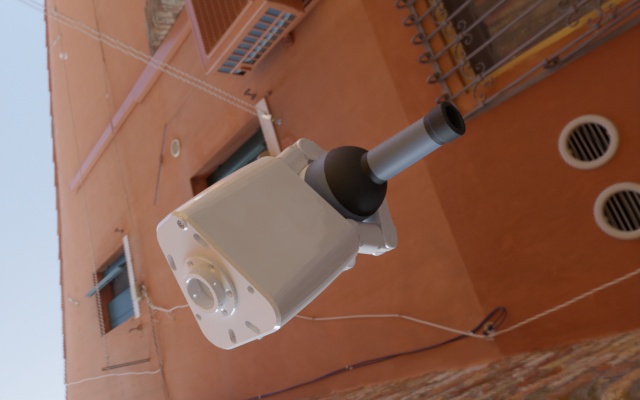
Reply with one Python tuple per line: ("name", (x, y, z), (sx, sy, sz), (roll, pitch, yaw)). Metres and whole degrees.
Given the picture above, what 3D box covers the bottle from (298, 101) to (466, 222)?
("bottle", (0.000, 0.001, 0.431), (0.069, 0.069, 0.296), (0, -24, -44))
